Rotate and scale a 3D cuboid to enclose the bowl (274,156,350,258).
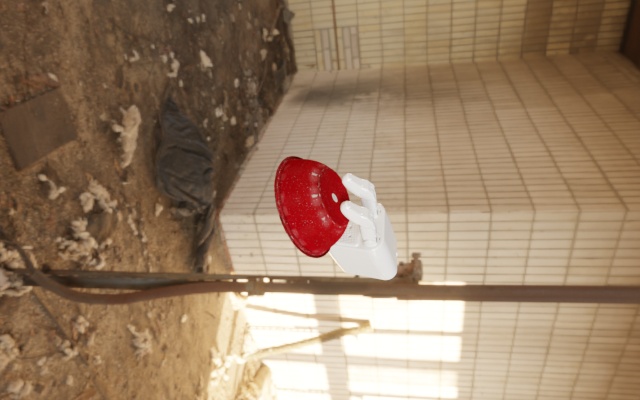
[{"bbox_3d":[0.000,0.002,0.715,0.055,0.162,0.162,-18,-9,29],"label":"bowl"}]
